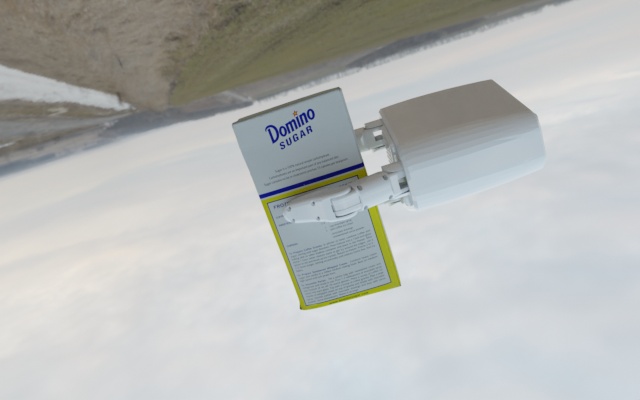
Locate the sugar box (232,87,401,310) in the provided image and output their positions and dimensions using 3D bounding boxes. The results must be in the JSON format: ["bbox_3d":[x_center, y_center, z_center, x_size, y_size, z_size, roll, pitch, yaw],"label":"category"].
[{"bbox_3d":[0.000,0.001,0.410,0.093,0.176,0.048,-16,13,7],"label":"sugar box"}]
